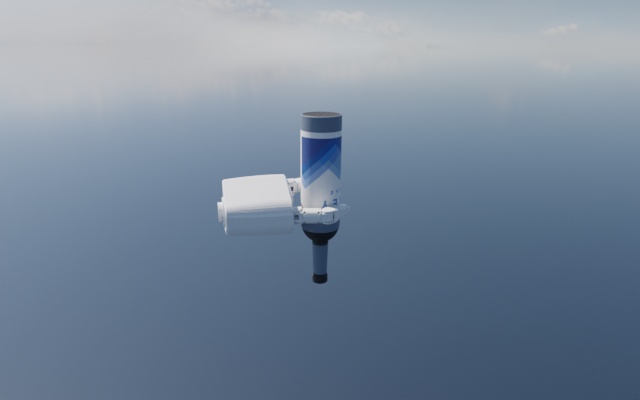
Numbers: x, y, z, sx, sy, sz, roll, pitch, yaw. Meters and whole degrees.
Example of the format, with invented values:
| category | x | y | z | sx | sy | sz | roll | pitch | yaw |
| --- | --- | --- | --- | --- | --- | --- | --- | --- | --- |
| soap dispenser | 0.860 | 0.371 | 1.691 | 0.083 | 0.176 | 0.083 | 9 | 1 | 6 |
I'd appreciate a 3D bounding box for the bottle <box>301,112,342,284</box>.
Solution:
| category | x | y | z | sx | sy | sz | roll | pitch | yaw |
| --- | --- | --- | --- | --- | --- | --- | --- | --- | --- |
| bottle | 0.000 | 0.002 | 0.805 | 0.069 | 0.296 | 0.069 | 0 | 18 | 0 |
